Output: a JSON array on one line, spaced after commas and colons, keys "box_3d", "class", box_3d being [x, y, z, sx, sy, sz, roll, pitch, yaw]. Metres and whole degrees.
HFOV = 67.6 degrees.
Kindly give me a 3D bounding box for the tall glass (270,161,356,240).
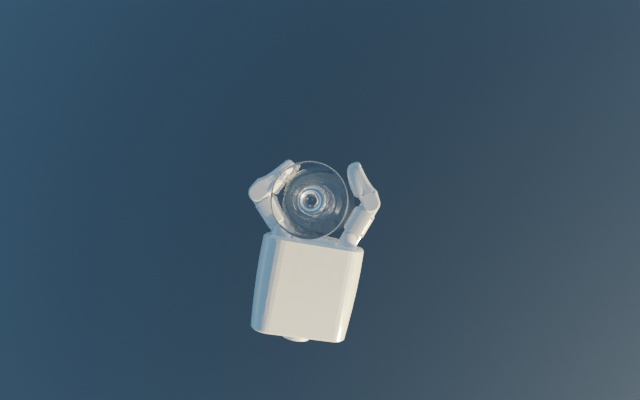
[{"box_3d": [0.000, 0.002, 0.546, 0.079, 0.079, 0.201, 0, -1, 6], "class": "tall glass"}]
